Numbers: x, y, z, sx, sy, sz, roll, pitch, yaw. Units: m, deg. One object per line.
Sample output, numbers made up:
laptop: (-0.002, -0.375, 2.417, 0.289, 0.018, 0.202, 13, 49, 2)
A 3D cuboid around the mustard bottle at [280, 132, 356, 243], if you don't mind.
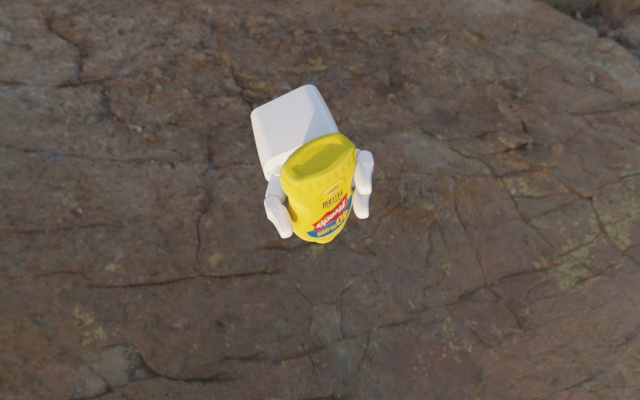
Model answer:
mustard bottle: (0.000, 0.002, 0.630, 0.096, 0.058, 0.192, -36, -28, -20)
